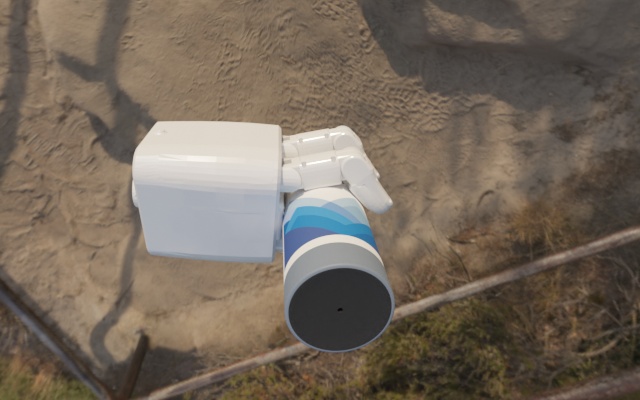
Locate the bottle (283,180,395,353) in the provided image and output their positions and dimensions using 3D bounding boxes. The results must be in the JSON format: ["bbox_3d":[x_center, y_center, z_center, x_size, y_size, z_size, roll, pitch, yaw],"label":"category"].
[{"bbox_3d":[0.000,0.001,0.415,0.069,0.069,0.295,0,26,-5],"label":"bottle"}]
